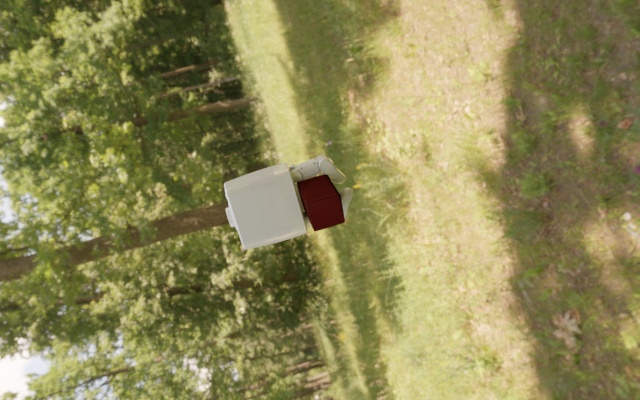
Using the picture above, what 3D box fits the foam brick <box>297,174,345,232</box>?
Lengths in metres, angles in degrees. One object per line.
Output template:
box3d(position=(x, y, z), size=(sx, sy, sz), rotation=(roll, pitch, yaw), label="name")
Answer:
box3d(position=(0.000, 0.002, 0.739), size=(0.051, 0.053, 0.078), rotation=(-16, 30, -7), label="foam brick")
